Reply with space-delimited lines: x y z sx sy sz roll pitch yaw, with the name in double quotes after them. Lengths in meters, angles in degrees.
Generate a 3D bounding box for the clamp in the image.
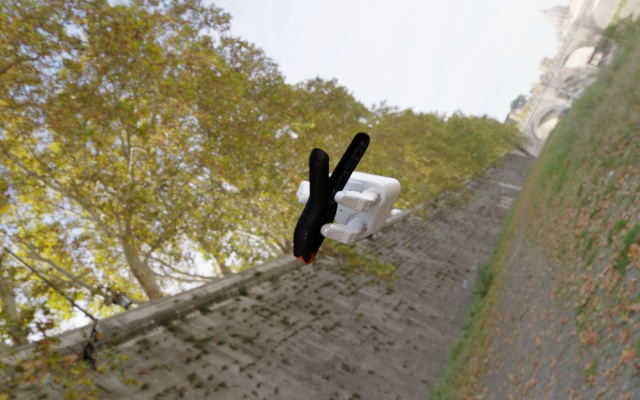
-0.001 0.002 0.683 0.036 0.210 0.164 28 19 19 "clamp"
